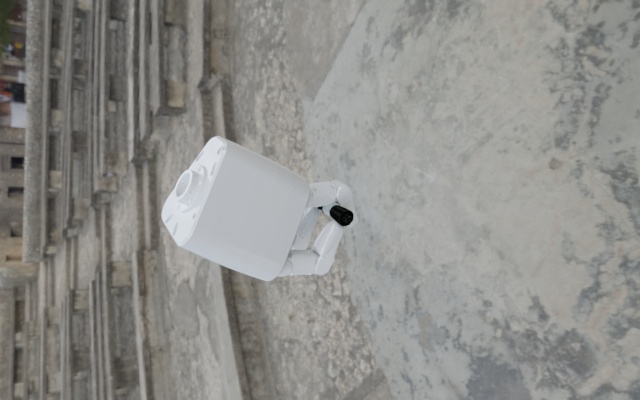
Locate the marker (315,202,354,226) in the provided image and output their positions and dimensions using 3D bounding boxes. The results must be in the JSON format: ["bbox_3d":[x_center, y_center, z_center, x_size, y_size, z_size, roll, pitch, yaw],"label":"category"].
[{"bbox_3d":[0.000,0.002,0.548,0.020,0.020,0.121,0,18,-32],"label":"marker"}]
